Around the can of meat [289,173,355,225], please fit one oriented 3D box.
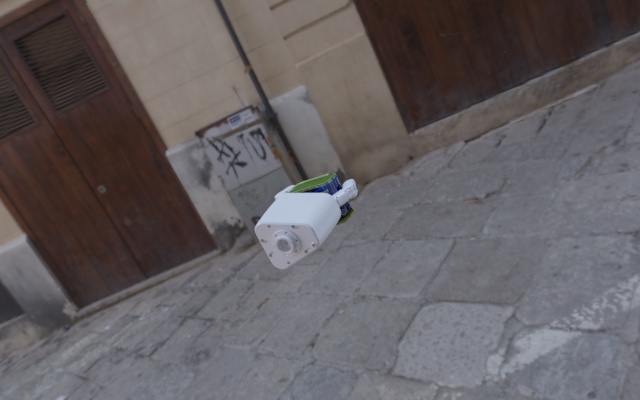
[{"bbox_3d":[0.000,0.003,0.894,0.102,0.084,0.057,-16,20,31],"label":"can of meat"}]
